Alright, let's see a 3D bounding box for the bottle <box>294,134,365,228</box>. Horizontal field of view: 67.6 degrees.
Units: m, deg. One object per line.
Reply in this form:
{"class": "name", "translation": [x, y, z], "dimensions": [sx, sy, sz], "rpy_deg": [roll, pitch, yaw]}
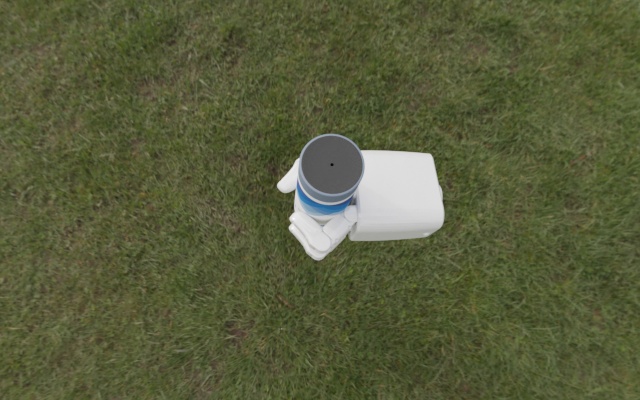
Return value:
{"class": "bottle", "translation": [0.000, 0.002, 0.617], "dimensions": [0.069, 0.069, 0.296], "rpy_deg": [0, -15, -5]}
